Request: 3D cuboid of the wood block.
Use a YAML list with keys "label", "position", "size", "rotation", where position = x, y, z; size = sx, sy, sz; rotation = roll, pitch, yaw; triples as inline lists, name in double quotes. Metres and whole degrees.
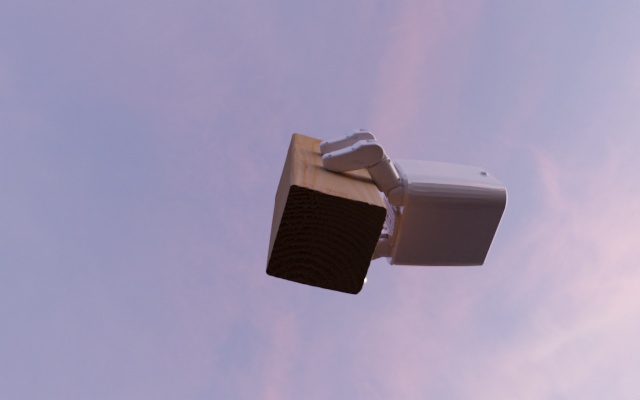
- label: "wood block"
  position: [0.000, 0.002, 0.510]
  size: [0.090, 0.091, 0.206]
  rotation: [14, 18, -7]
